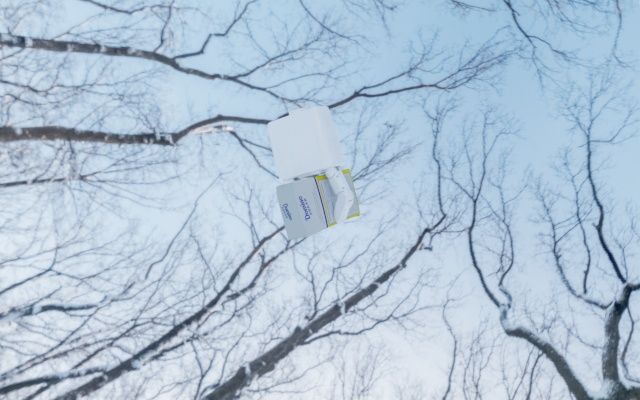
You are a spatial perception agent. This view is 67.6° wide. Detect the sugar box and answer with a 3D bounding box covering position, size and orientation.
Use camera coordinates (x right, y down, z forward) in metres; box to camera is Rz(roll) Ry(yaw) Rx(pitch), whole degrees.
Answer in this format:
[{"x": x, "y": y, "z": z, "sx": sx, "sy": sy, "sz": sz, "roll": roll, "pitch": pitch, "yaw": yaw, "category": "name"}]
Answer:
[{"x": 0.000, "y": 0.003, "z": 0.837, "sx": 0.048, "sy": 0.093, "sz": 0.176, "roll": -13, "pitch": 2, "yaw": 39, "category": "sugar box"}]
